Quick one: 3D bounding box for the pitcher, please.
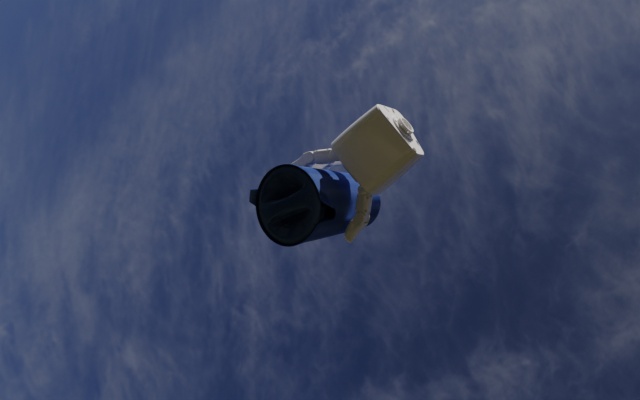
[{"bbox_3d":[0.000,0.003,0.865,0.145,0.149,0.243,-42,-21,27],"label":"pitcher"}]
